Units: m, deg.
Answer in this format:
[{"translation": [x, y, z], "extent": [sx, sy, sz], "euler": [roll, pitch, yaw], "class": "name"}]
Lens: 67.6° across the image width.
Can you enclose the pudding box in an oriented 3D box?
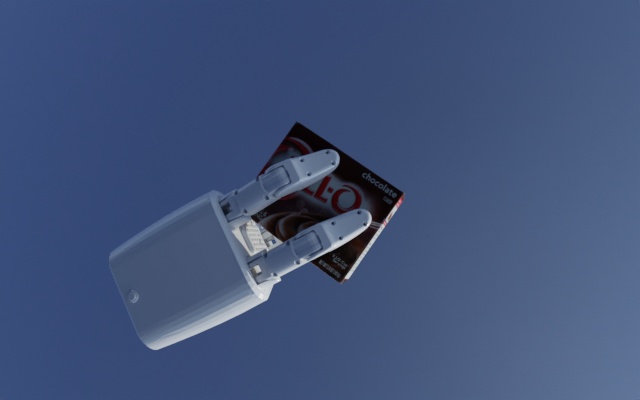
[{"translation": [0.000, 0.001, 0.405], "extent": [0.113, 0.090, 0.039], "euler": [35, 0, 10], "class": "pudding box"}]
